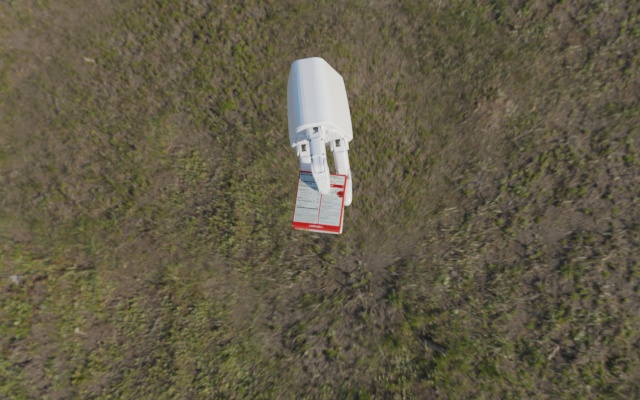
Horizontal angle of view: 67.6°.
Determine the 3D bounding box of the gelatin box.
[{"bbox_3d":[0.000,0.003,0.718,0.073,0.089,0.030,6,-12,7],"label":"gelatin box"}]
